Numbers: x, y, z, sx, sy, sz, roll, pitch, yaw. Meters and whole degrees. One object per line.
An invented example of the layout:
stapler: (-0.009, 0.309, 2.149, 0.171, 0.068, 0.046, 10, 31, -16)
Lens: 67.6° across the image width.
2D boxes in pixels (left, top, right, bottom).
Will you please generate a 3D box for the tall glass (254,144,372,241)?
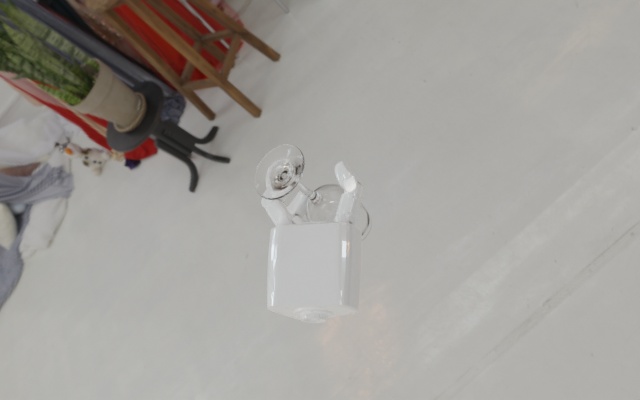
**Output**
tall glass: (0.000, 0.002, 0.656, 0.079, 0.079, 0.201, 0, -22, 34)
